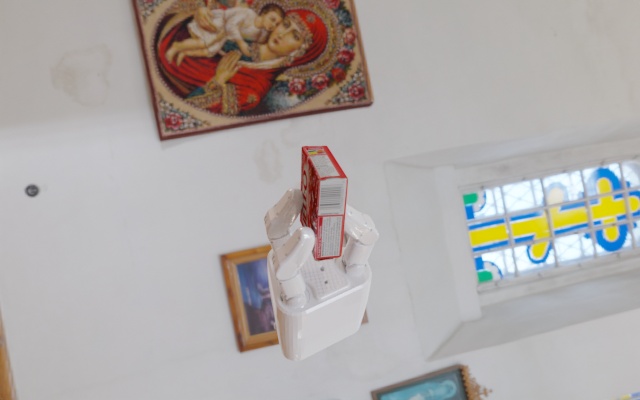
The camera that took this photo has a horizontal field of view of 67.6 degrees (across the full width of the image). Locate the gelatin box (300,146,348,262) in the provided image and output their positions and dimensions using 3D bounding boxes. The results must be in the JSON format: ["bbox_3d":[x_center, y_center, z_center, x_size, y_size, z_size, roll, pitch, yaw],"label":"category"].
[{"bbox_3d":[0.001,0.001,0.461,0.030,0.089,0.073,-4,31,-13],"label":"gelatin box"}]
